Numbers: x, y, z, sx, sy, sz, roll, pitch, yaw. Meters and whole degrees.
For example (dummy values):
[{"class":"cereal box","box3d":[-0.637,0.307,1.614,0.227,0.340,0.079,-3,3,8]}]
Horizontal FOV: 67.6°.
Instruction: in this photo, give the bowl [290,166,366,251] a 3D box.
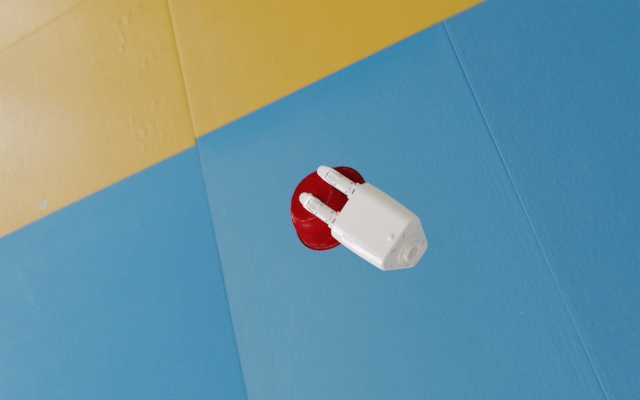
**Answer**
[{"class":"bowl","box3d":[-0.001,0.002,0.826,0.162,0.162,0.055,0,-23,43]}]
